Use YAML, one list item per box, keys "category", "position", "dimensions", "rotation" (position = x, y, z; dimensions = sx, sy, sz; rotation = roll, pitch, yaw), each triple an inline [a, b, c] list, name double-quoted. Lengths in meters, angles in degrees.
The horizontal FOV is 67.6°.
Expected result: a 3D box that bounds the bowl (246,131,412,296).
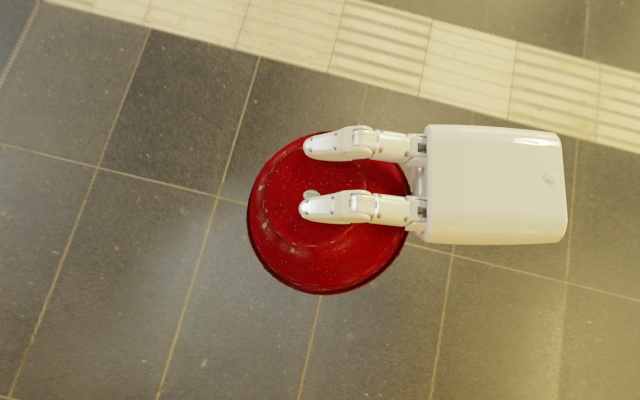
- category: "bowl"
  position: [-0.001, 0.002, 0.430]
  dimensions: [0.162, 0.162, 0.055]
  rotation: [0, -16, 14]
